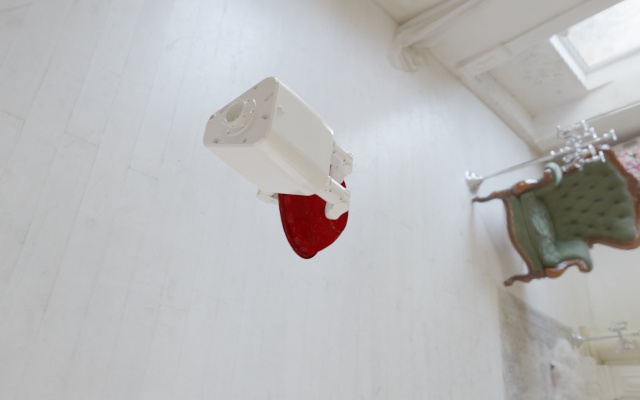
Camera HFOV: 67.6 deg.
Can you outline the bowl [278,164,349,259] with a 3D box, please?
[{"bbox_3d":[0.001,0.003,0.684,0.055,0.162,0.162,-6,-2,22],"label":"bowl"}]
